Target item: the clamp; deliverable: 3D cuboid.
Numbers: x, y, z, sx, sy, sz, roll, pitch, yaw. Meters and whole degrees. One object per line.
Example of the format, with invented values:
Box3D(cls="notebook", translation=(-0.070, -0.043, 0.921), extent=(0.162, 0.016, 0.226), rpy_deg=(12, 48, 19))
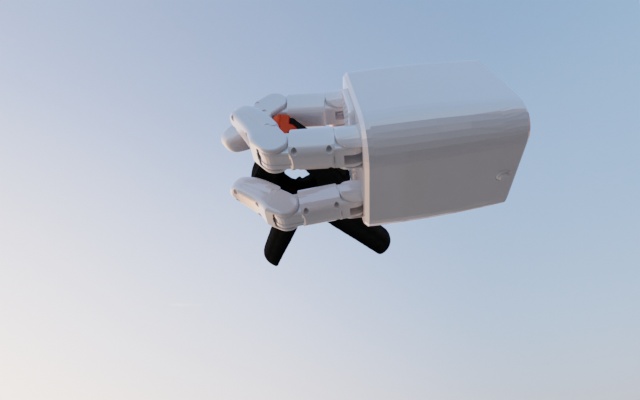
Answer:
Box3D(cls="clamp", translation=(0.000, 0.001, 0.403), extent=(0.120, 0.039, 0.172), rpy_deg=(-7, -38, 0))
